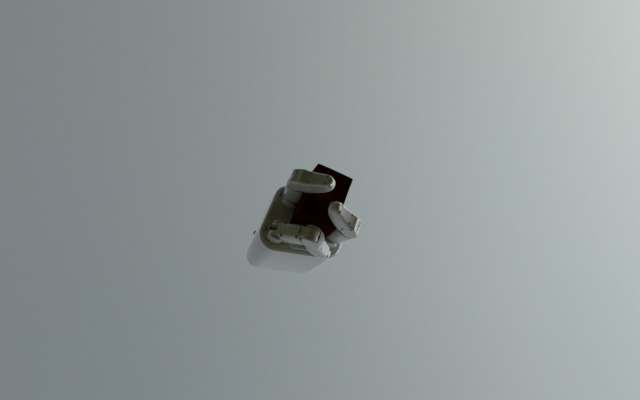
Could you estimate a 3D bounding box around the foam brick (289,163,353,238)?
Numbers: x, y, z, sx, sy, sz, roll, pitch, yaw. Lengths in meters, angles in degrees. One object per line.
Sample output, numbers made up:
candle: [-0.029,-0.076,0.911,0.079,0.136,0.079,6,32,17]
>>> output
foam brick: [0.000,0.002,0.625,0.053,0.078,0.051,26,-29,-9]
